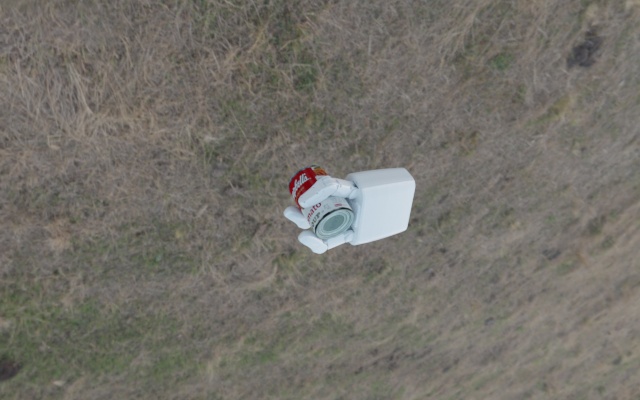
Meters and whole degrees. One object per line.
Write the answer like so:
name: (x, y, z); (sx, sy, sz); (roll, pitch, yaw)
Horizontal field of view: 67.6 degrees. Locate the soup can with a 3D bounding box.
soup can: (0.000, 0.003, 0.747); (0.068, 0.068, 0.102); (0, 43, -37)
